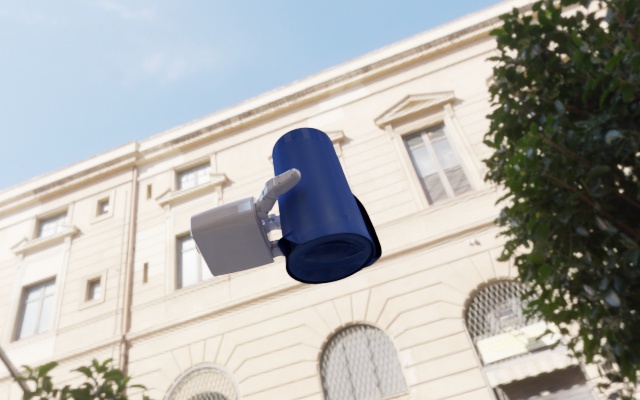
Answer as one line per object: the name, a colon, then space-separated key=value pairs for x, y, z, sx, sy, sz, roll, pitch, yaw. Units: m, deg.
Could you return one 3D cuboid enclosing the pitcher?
pitcher: x=0.000 y=0.003 z=0.764 sx=0.145 sy=0.242 sz=0.149 roll=-17 pitch=-38 yaw=3
